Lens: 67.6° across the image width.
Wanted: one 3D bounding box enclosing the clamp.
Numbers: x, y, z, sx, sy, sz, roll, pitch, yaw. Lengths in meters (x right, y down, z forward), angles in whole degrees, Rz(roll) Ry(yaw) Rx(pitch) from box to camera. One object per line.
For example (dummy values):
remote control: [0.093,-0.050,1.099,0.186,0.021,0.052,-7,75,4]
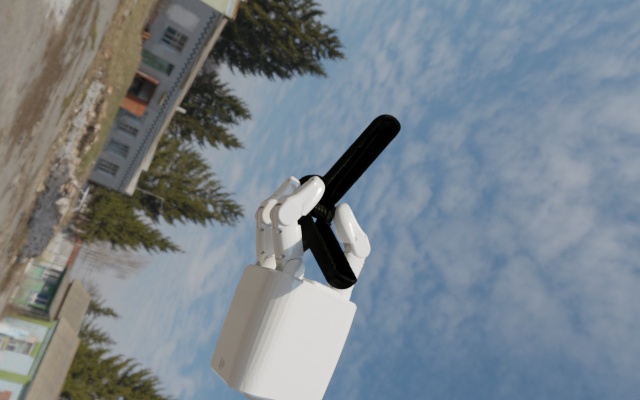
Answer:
clamp: [0.000,0.002,0.486,0.036,0.164,0.210,29,-15,-23]
